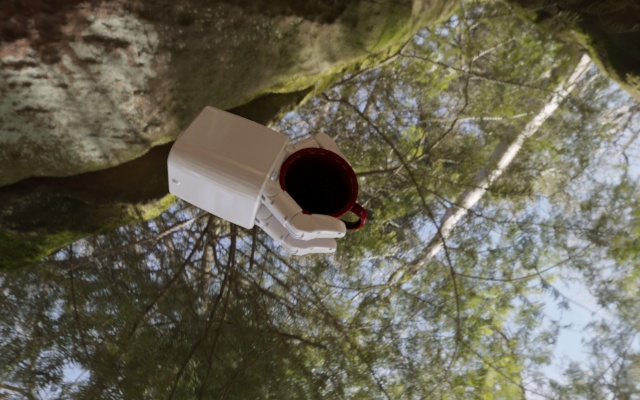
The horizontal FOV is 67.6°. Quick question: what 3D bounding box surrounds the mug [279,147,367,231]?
[{"bbox_3d":[0.001,0.003,0.574,0.117,0.093,0.081,25,-31,-3],"label":"mug"}]
